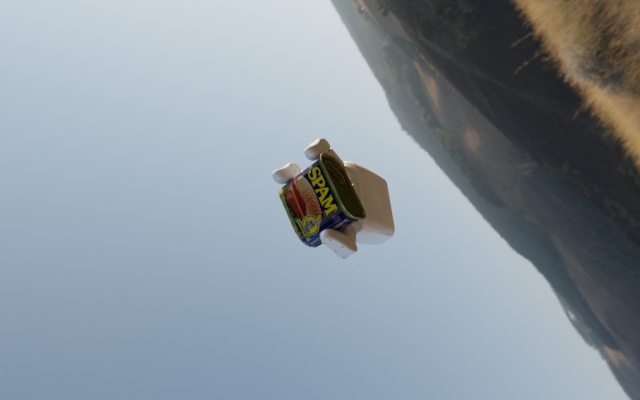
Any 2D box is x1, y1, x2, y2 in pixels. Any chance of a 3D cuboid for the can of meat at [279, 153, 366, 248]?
[{"bbox_3d":[0.000,0.002,0.649,0.084,0.102,0.057,-36,-25,25],"label":"can of meat"}]
